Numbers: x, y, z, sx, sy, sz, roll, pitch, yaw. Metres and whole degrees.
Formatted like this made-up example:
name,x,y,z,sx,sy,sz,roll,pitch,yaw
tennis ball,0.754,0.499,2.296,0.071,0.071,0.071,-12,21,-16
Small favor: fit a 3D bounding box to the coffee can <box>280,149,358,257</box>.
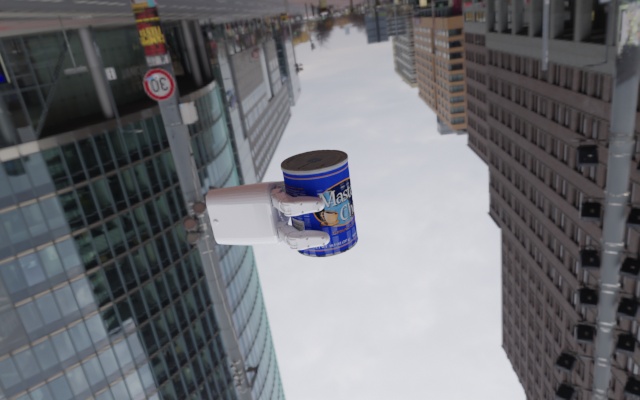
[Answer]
name,x,y,z,sx,sy,sz,roll,pitch,yaw
coffee can,0.000,0.002,0.741,0.103,0.140,0.102,-8,21,3
